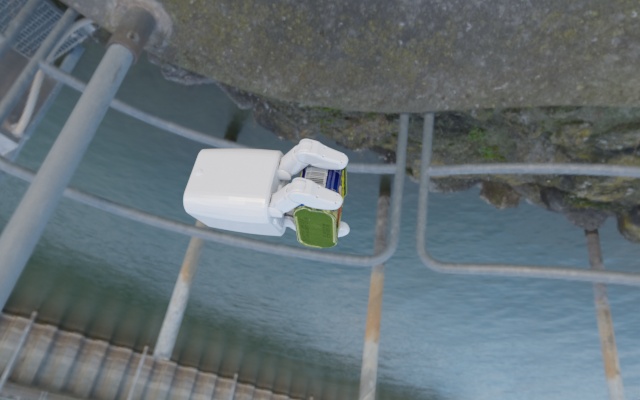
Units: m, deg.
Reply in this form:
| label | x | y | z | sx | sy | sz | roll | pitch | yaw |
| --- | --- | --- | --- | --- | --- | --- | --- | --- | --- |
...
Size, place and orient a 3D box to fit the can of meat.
| label | x | y | z | sx | sy | sz | roll | pitch | yaw |
| --- | --- | --- | --- | --- | --- | --- | --- | --- | --- |
| can of meat | 0.000 | 0.002 | 0.602 | 0.057 | 0.084 | 0.102 | 6 | -32 | 7 |
